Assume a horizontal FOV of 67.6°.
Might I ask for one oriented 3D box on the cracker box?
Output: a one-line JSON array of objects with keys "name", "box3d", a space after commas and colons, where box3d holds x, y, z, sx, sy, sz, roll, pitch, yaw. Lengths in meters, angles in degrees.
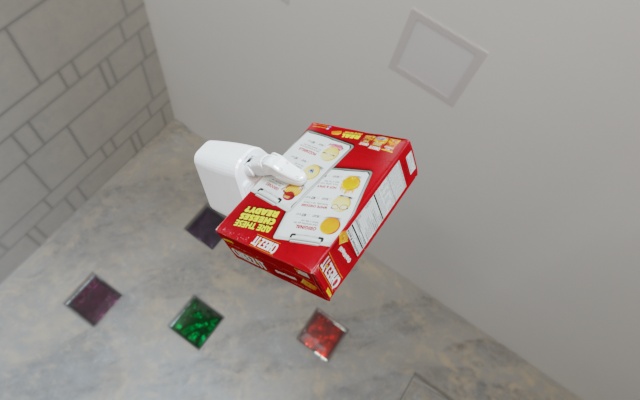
[{"name": "cracker box", "box3d": [0.000, 0.002, 0.609, 0.164, 0.213, 0.072, 18, -31, 38]}]
